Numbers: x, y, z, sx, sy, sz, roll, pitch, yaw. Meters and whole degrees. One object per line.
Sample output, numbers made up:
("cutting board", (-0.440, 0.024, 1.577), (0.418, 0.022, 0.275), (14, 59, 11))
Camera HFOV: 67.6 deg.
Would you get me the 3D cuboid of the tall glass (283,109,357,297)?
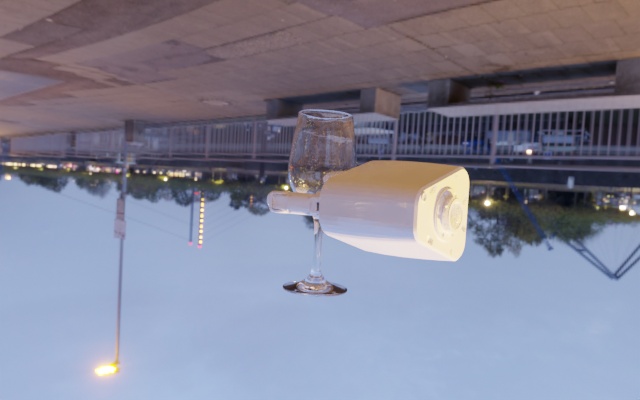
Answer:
("tall glass", (0.000, 0.002, 0.541), (0.079, 0.201, 0.079), (3, 2, 0))
